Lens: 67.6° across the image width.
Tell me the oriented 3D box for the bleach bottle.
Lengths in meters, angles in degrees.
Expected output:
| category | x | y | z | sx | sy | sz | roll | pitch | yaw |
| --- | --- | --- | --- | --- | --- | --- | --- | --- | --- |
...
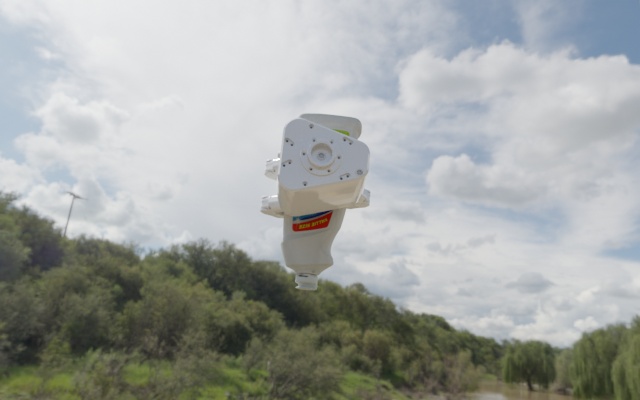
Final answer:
| category | x | y | z | sx | sy | sz | roll | pitch | yaw |
| --- | --- | --- | --- | --- | --- | --- | --- | --- | --- |
| bleach bottle | 0.000 | 0.002 | 0.688 | 0.102 | 0.250 | 0.068 | 6 | -15 | -1 |
